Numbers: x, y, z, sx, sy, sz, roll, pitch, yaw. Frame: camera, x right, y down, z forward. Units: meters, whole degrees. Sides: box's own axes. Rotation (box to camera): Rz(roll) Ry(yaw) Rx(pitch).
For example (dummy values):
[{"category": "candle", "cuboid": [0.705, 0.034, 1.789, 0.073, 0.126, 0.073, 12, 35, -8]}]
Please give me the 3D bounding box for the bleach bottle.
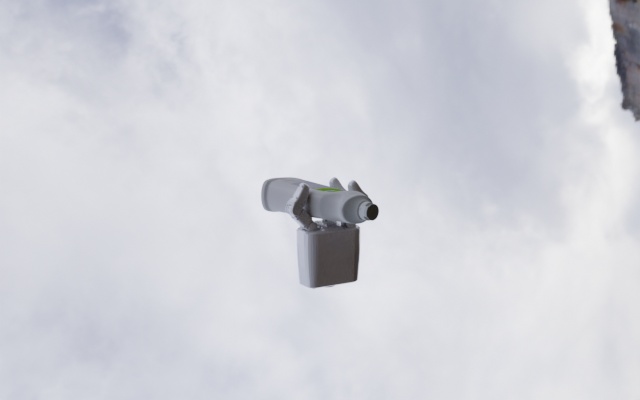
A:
[{"category": "bleach bottle", "cuboid": [0.000, 0.003, 0.867, 0.102, 0.068, 0.251, -7, 12, -38]}]
